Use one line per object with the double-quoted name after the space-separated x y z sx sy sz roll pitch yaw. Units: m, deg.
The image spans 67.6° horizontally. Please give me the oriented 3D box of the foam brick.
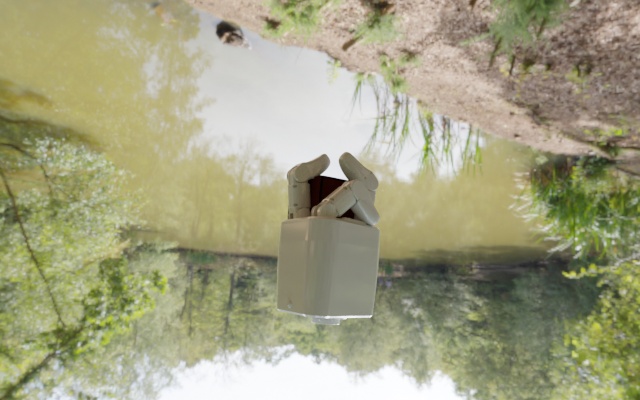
0.000 0.002 0.599 0.053 0.051 0.078 9 -10 -31 "foam brick"
